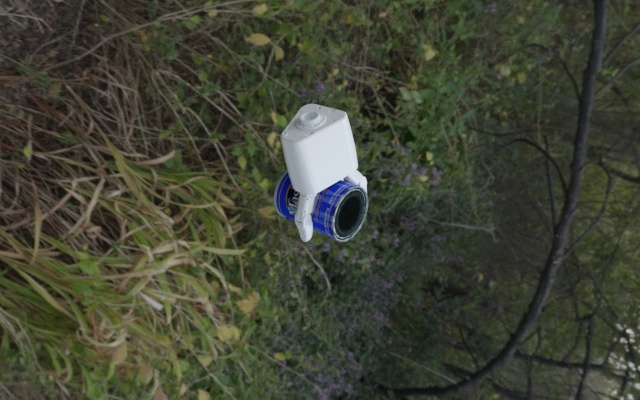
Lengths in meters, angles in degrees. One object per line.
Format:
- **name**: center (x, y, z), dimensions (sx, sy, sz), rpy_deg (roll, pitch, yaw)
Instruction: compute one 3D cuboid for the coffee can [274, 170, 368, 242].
- **coffee can**: center (0.000, 0.003, 0.866), dimensions (0.140, 0.103, 0.103), rpy_deg (22, 13, 35)
